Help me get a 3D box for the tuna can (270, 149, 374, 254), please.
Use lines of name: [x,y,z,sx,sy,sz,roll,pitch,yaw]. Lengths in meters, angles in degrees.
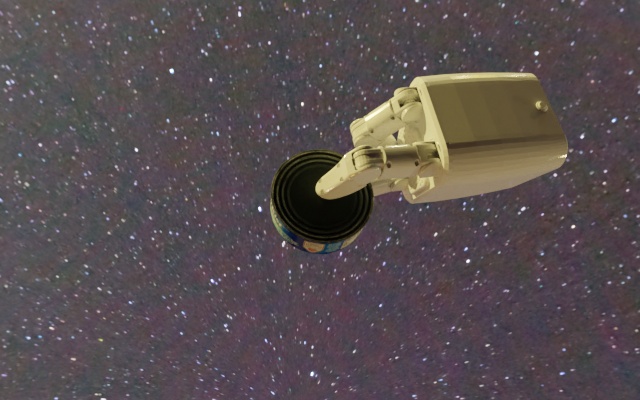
tuna can: [0.000,0.002,0.407,0.086,0.086,0.034,0,-25,-9]
